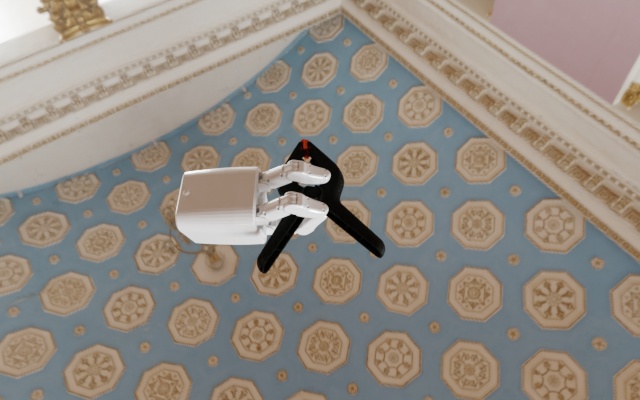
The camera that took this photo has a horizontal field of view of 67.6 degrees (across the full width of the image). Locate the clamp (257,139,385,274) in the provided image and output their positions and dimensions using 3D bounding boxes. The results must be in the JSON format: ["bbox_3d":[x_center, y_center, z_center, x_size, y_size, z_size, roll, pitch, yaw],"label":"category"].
[{"bbox_3d":[0.000,0.002,0.660,0.164,0.209,0.036,-1,-34,1],"label":"clamp"}]
